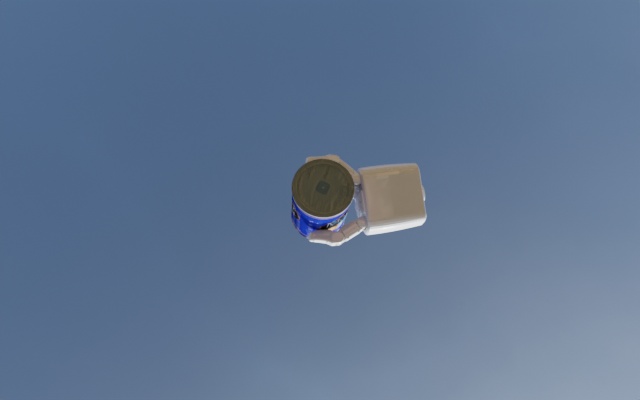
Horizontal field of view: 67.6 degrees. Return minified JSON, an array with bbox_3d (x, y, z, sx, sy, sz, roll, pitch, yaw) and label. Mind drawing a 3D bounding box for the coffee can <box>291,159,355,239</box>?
[{"bbox_3d":[0.000,0.003,0.834,0.103,0.102,0.140,0,-20,-4],"label":"coffee can"}]
